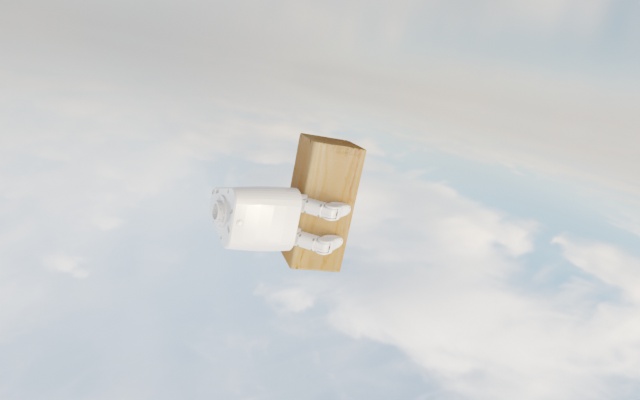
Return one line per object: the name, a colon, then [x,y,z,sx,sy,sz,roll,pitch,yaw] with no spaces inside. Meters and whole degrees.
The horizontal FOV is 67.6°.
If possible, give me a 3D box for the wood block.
wood block: [0.000,0.003,0.786,0.090,0.206,0.090,7,15,-19]
